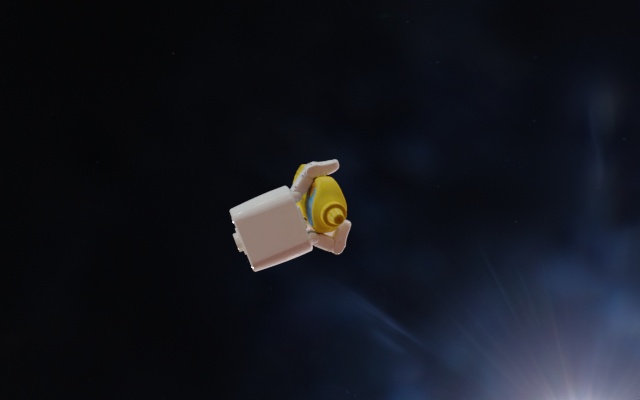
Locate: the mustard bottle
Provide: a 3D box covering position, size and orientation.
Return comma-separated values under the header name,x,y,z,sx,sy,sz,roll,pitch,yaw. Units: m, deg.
name,x,y,z,sx,sy,sz,roll,pitch,yaw
mustard bottle,0.000,0.003,0.822,0.058,0.096,0.191,2,16,-18
